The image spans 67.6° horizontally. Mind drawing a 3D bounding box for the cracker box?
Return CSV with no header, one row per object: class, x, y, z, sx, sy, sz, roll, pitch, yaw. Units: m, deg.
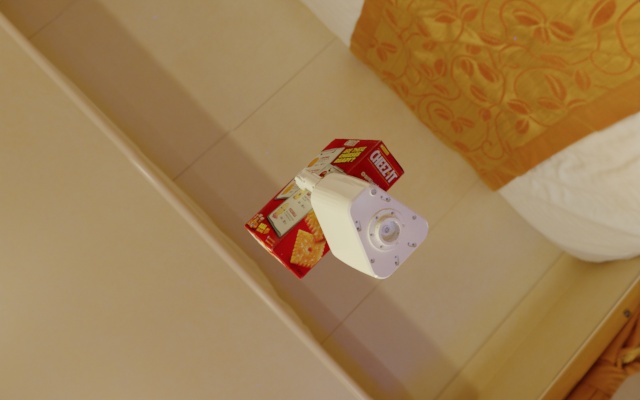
cracker box,0.000,0.002,0.720,0.213,0.072,0.164,-44,21,-10
